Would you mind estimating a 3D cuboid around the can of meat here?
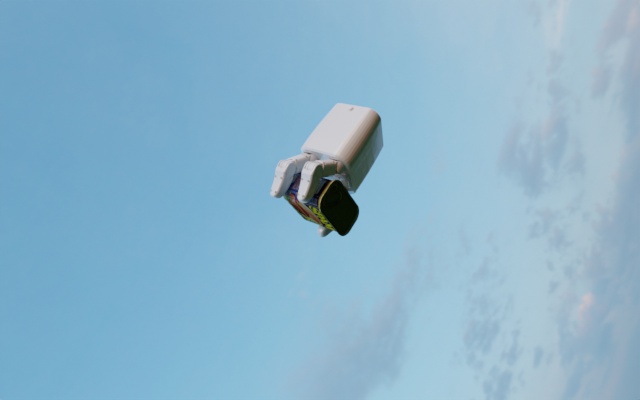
[{"bbox_3d":[0.000,0.002,0.749,0.084,0.057,0.102,19,-22,39],"label":"can of meat"}]
